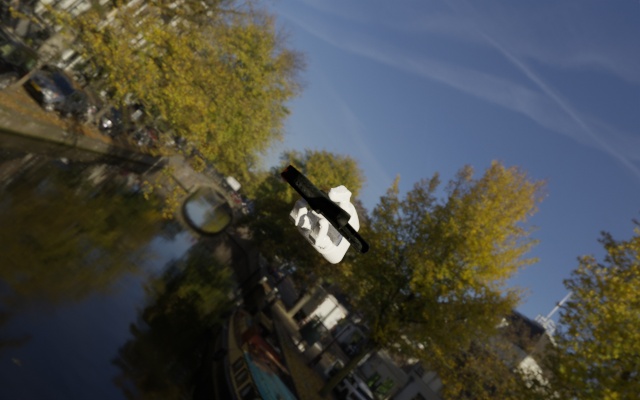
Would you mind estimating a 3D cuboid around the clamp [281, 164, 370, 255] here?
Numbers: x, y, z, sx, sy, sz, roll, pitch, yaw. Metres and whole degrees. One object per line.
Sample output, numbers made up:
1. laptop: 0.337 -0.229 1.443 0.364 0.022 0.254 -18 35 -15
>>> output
1. clamp: 0.000 0.002 0.835 0.210 0.036 0.165 44 -6 22
